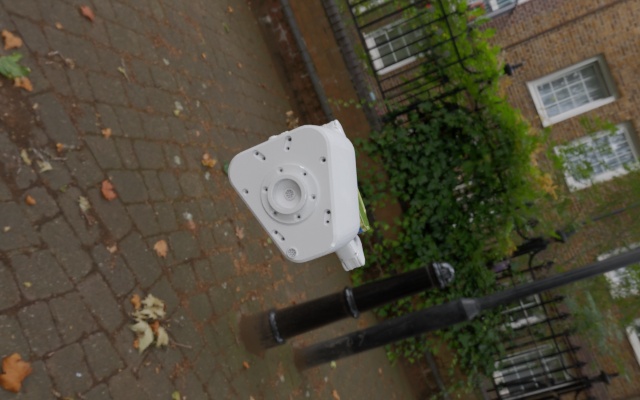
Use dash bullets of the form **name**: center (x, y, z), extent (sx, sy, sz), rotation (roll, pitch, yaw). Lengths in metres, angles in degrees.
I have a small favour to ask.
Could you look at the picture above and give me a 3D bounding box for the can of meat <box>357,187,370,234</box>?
- **can of meat**: center (0.000, 0.002, 0.538), extent (0.084, 0.102, 0.057), rotation (-21, -5, 13)
